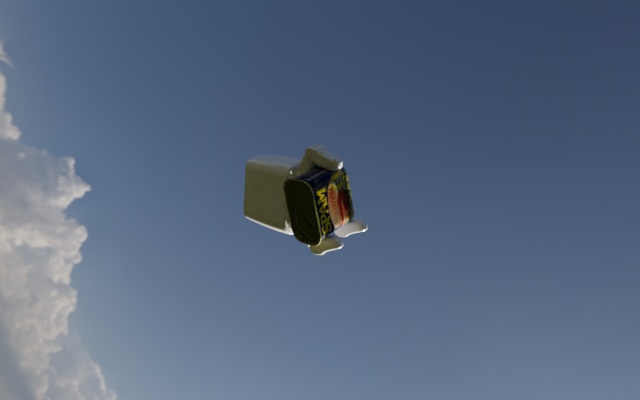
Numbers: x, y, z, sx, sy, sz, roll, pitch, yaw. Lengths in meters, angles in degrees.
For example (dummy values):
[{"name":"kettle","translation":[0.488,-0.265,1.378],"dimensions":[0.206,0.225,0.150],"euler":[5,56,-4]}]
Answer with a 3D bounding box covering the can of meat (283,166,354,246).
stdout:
[{"name":"can of meat","translation":[0.000,0.002,0.702],"dimensions":[0.057,0.102,0.084],"euler":[11,30,41]}]
